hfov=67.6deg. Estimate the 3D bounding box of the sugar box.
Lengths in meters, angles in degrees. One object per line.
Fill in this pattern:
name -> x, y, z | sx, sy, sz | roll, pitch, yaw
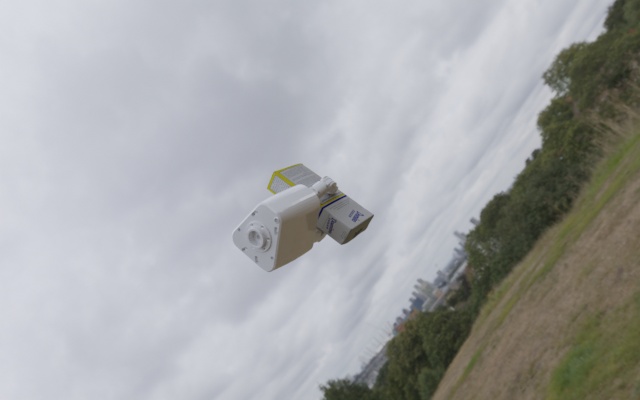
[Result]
sugar box -> 0.000, 0.003, 0.857 | 0.176, 0.048, 0.093 | 39, 31, 17
